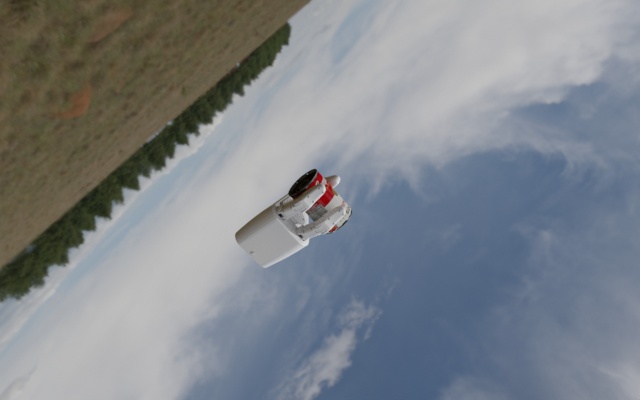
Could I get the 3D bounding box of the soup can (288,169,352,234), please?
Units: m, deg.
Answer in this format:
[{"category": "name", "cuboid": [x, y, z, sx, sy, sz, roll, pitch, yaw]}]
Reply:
[{"category": "soup can", "cuboid": [0.001, 0.003, 0.859, 0.068, 0.102, 0.068, -37, 19, 15]}]
